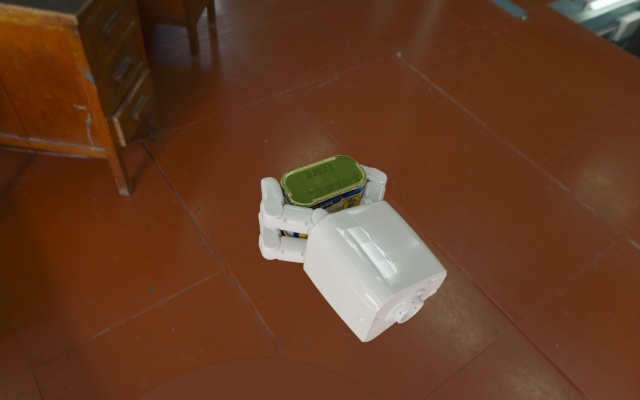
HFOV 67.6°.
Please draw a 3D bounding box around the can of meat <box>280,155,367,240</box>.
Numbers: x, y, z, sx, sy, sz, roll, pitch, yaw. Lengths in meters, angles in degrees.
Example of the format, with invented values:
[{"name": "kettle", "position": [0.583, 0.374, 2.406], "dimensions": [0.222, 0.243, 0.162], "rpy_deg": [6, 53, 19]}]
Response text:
[{"name": "can of meat", "position": [0.000, 0.002, 0.552], "dimensions": [0.102, 0.057, 0.084], "rpy_deg": [-22, -33, -24]}]
